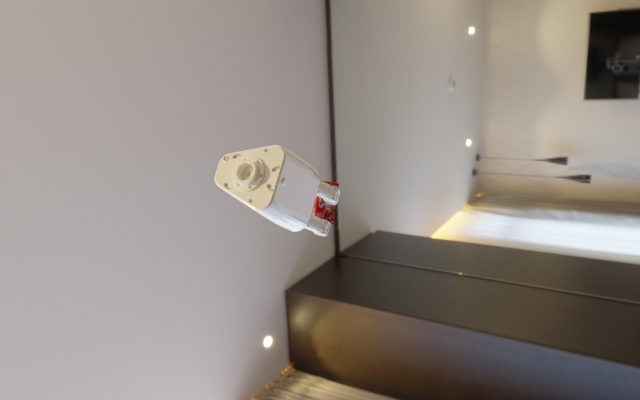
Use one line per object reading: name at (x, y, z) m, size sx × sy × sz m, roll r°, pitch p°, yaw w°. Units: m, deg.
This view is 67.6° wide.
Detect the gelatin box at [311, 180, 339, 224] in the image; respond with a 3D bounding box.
gelatin box at (0.000, 0.003, 0.804) m, size 0.030 × 0.073 × 0.089 m, roll 8°, pitch 1°, yaw 22°
